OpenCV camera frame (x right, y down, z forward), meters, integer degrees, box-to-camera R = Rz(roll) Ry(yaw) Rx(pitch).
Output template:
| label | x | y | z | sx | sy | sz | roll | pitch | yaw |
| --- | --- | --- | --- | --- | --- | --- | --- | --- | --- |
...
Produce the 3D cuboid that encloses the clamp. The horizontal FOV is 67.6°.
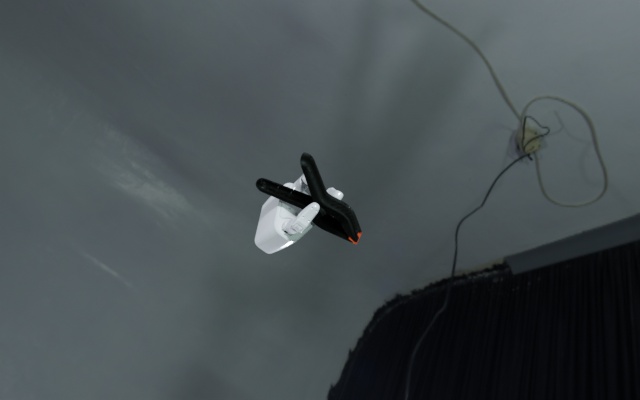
| label | x | y | z | sx | sy | sz | roll | pitch | yaw |
| --- | --- | --- | --- | --- | --- | --- | --- | --- | --- |
| clamp | 0.000 | 0.004 | 0.841 | 0.210 | 0.036 | 0.164 | 37 | -32 | -14 |
